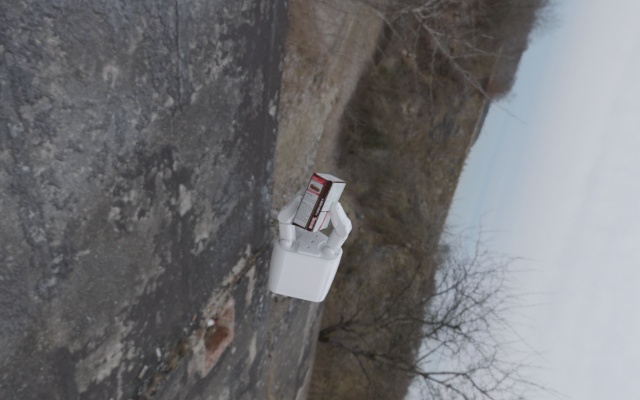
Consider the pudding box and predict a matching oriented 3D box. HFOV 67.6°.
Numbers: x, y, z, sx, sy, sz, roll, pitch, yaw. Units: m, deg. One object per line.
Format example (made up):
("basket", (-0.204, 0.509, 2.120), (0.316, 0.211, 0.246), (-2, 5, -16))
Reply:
("pudding box", (0.000, 0.003, 0.780), (0.039, 0.090, 0.113), (24, 6, 10))
